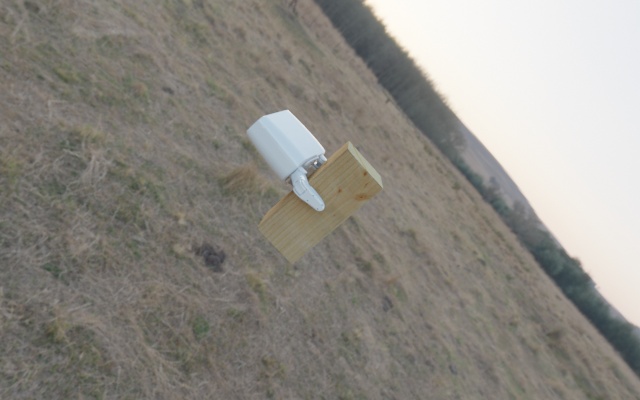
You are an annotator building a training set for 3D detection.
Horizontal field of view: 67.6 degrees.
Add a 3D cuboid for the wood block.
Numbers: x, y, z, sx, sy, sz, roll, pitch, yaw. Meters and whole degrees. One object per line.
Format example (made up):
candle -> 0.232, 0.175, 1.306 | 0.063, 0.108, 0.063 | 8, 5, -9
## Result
wood block -> 0.000, 0.002, 0.833 | 0.206, 0.090, 0.090 | -41, 9, 14
